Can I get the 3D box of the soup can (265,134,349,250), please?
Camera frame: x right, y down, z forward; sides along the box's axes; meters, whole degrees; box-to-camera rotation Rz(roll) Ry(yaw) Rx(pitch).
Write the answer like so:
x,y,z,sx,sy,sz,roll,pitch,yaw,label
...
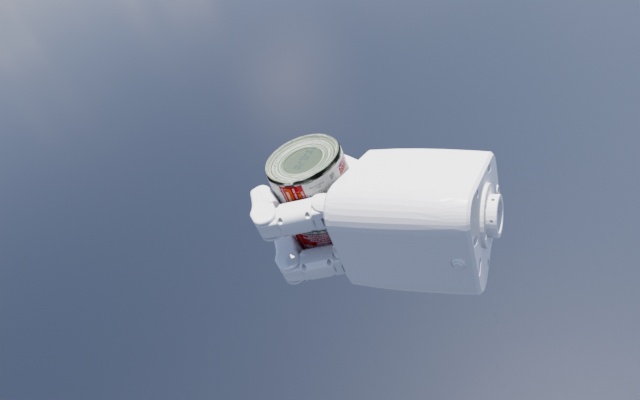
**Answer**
x,y,z,sx,sy,sz,roll,pitch,yaw,label
0.000,0.001,0.423,0.068,0.102,0.068,-14,38,11,soup can
